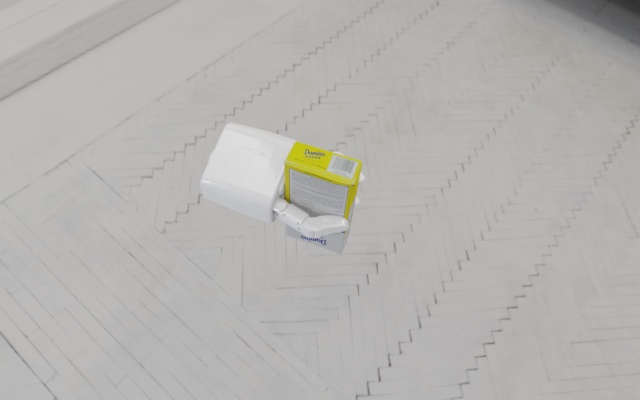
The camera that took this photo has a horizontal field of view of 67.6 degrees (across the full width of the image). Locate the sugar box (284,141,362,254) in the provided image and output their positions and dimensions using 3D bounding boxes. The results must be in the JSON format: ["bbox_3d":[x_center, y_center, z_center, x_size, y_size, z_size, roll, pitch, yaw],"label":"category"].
[{"bbox_3d":[0.000,0.002,0.659,0.093,0.048,0.176,19,-31,9],"label":"sugar box"}]
